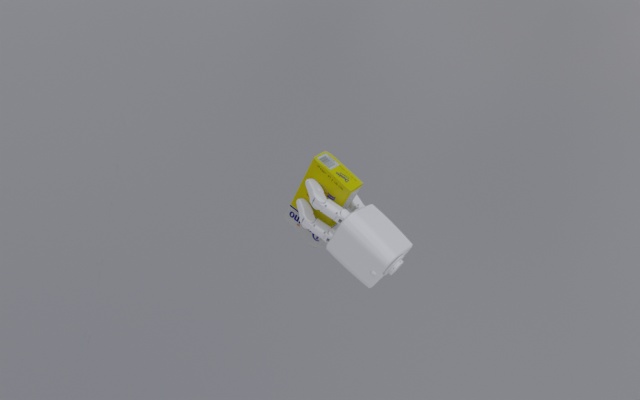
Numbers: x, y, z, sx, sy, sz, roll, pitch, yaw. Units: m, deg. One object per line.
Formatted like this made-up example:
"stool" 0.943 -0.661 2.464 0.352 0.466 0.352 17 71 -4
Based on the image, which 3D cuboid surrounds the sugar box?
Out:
"sugar box" 0.000 0.003 0.880 0.048 0.093 0.176 -31 -22 -44
